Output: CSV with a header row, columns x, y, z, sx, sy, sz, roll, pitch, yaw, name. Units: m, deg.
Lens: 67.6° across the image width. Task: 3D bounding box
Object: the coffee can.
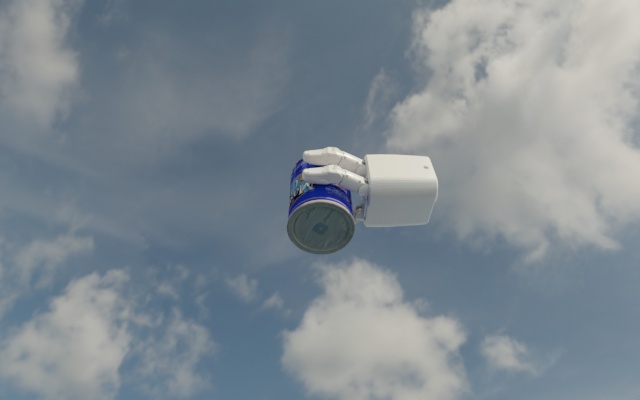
x,y,z,sx,sy,sz,roll,pitch,yaw,name
0.000,0.003,0.772,0.103,0.103,0.140,0,36,-1,coffee can
